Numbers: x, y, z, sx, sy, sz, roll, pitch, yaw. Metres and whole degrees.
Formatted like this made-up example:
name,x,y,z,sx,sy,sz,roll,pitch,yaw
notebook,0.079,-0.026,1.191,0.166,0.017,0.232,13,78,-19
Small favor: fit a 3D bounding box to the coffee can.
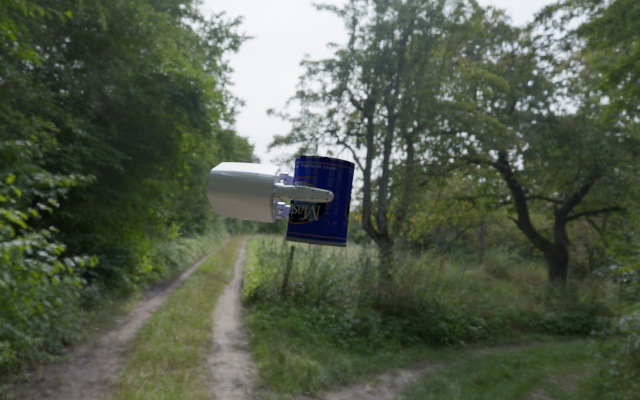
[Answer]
name,x,y,z,sx,sy,sz,roll,pitch,yaw
coffee can,0.000,0.003,0.799,0.103,0.140,0.103,7,-3,0
